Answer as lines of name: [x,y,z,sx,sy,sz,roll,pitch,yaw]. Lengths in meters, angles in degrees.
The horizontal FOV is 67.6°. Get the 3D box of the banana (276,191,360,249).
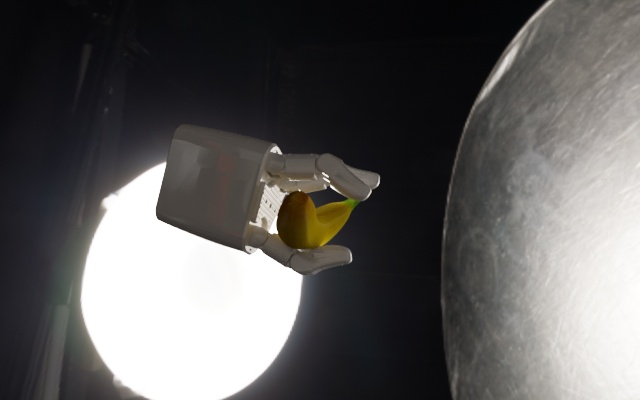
banana: [-0.008,0.018,0.462,0.037,0.069,0.198,31,11,13]
